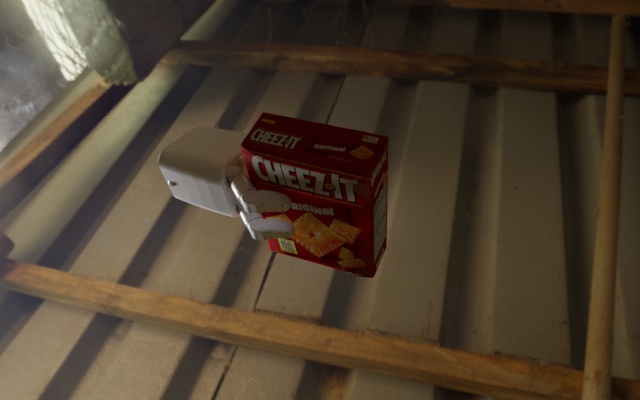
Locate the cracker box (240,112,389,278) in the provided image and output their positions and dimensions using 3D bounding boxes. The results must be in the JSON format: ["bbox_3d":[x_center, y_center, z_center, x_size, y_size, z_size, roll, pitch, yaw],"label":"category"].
[{"bbox_3d":[0.000,0.002,0.621,0.164,0.072,0.214,14,-38,18],"label":"cracker box"}]
